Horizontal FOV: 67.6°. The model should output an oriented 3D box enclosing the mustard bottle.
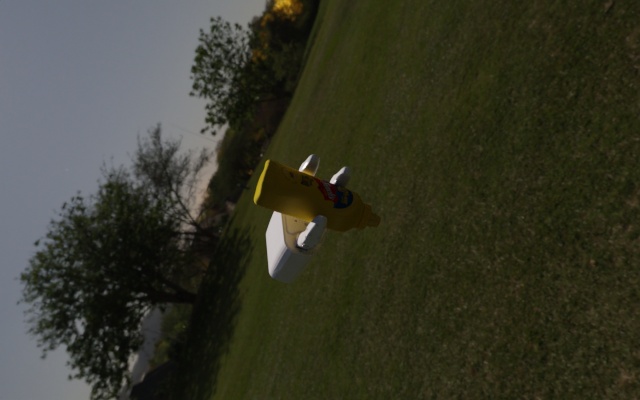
[{"bbox_3d":[0.000,0.002,0.716,0.191,0.058,0.096,20,24,-11],"label":"mustard bottle"}]
